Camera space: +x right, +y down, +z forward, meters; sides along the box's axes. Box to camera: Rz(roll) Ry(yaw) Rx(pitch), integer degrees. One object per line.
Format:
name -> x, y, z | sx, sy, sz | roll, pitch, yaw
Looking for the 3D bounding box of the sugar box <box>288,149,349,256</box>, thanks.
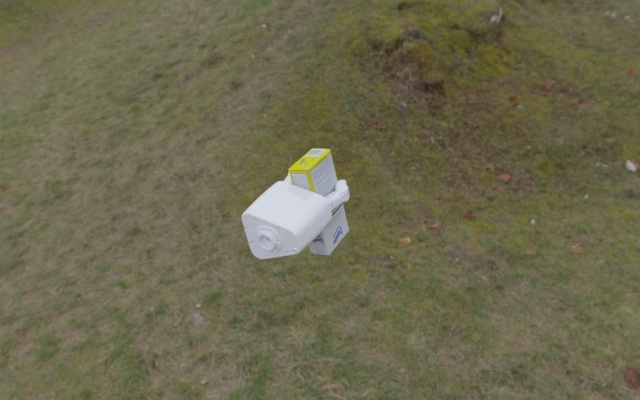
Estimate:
sugar box -> 0.000, 0.003, 0.873 | 0.048, 0.176, 0.093 | 5, 31, 30
